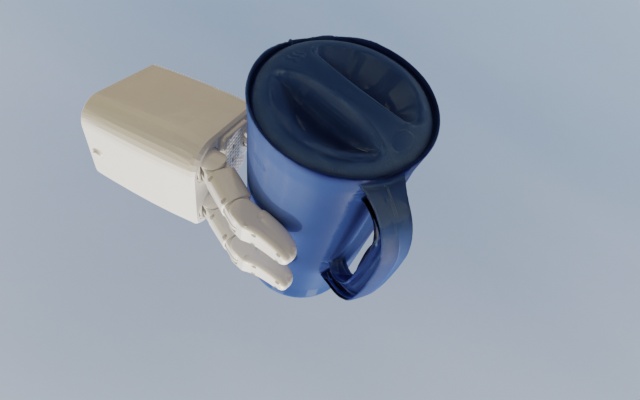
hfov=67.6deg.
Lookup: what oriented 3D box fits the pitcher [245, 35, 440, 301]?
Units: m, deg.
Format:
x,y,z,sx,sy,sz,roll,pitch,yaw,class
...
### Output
x,y,z,sx,sy,sz,roll,pitch,yaw,class
0.000,0.001,0.408,0.145,0.149,0.243,24,-34,5,pitcher
